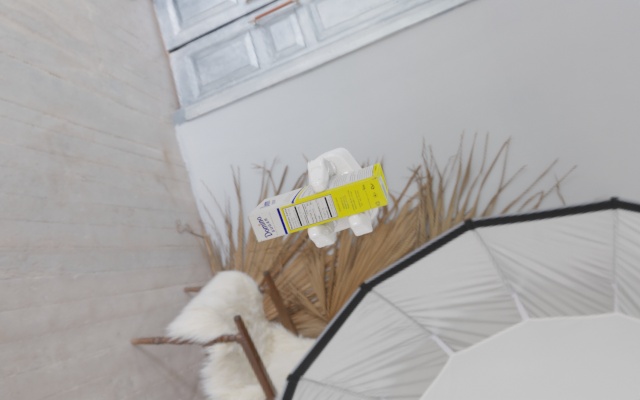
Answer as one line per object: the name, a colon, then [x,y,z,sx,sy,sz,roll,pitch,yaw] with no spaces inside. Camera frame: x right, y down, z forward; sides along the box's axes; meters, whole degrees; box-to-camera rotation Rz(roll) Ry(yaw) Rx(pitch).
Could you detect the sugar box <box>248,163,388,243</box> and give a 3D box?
sugar box: [0.000,0.003,0.639,0.176,0.048,0.093,-19,10,13]
